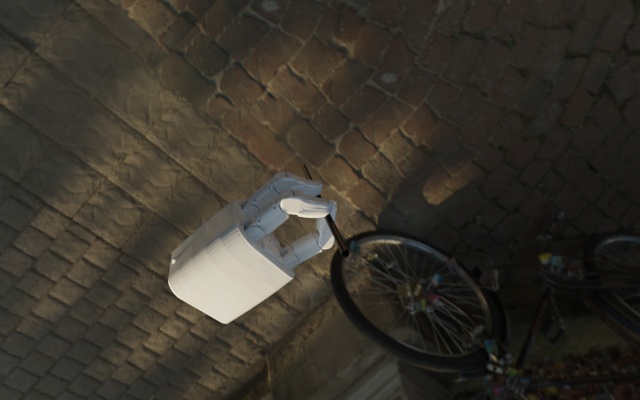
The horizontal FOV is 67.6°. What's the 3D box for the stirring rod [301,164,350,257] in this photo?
[{"bbox_3d":[0.000,0.002,0.568,0.011,0.011,0.239,0,24,-13],"label":"stirring rod"}]
